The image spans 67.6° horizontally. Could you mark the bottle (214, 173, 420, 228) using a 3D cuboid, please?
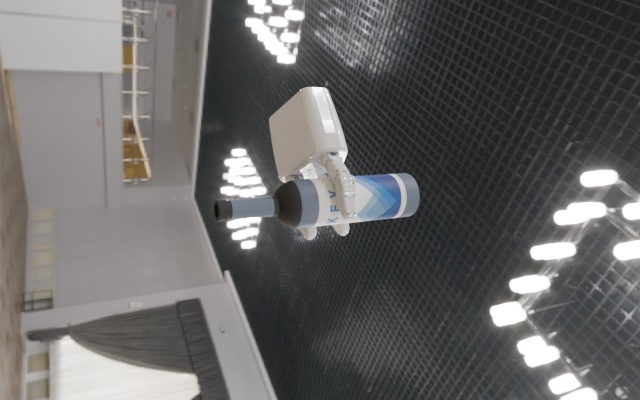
[{"bbox_3d":[0.000,0.002,0.666,0.296,0.069,0.069,-5,2,-27],"label":"bottle"}]
